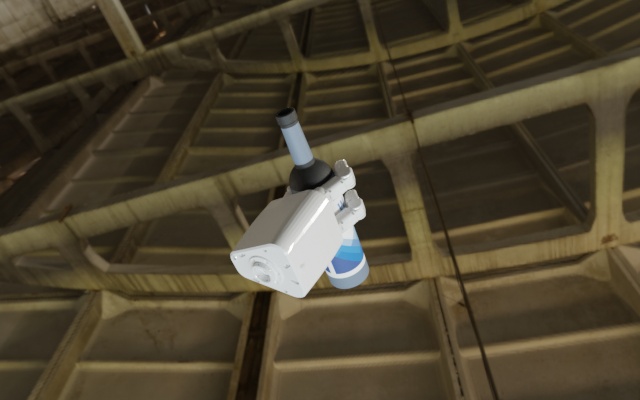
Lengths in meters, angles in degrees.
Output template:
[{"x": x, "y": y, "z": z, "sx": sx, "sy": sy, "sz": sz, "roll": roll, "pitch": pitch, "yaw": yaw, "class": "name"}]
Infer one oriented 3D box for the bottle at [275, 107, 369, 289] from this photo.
[{"x": 0.000, "y": 0.002, "z": 0.694, "sx": 0.069, "sy": 0.296, "sz": 0.069, "roll": -16, "pitch": 32, "yaw": 10, "class": "bottle"}]
